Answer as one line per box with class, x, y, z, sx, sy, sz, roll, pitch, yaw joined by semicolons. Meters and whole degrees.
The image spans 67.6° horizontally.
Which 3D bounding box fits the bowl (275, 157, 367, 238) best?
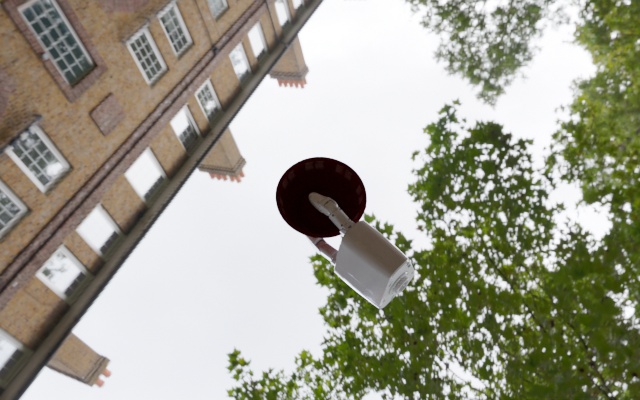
bowl;-0.001;0.002;0.860;0.162;0.162;0.055;0;-27;-4
